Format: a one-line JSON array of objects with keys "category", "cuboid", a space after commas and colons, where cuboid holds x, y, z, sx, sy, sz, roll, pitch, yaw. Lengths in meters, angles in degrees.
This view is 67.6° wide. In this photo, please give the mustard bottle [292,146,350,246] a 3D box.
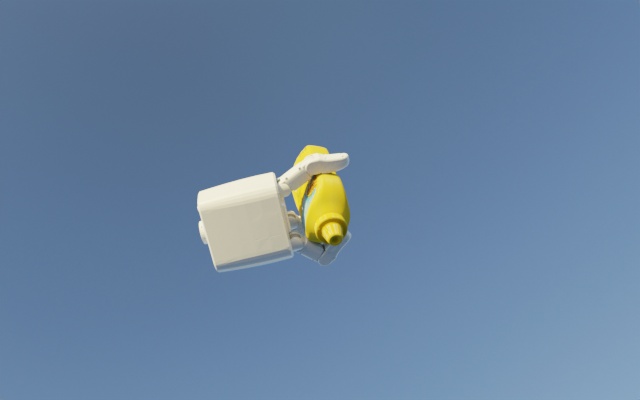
[{"category": "mustard bottle", "cuboid": [0.000, 0.002, 0.658, 0.058, 0.096, 0.191, 9, 26, -16]}]
